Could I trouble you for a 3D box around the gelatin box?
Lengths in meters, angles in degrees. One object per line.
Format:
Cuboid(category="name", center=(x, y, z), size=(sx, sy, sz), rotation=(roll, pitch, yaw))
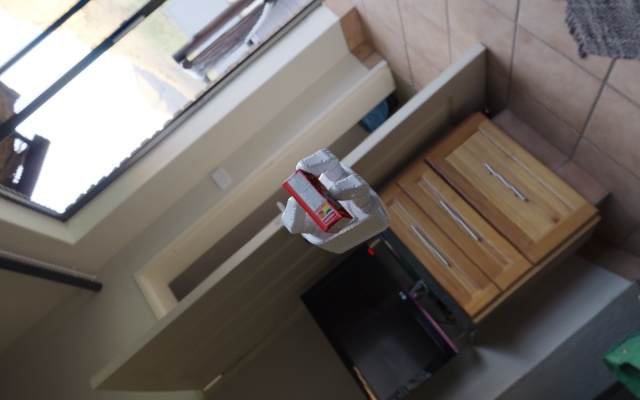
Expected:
Cuboid(category="gelatin box", center=(0.000, 0.002, 0.558), size=(0.030, 0.073, 0.089), rotation=(-43, -11, 7))
